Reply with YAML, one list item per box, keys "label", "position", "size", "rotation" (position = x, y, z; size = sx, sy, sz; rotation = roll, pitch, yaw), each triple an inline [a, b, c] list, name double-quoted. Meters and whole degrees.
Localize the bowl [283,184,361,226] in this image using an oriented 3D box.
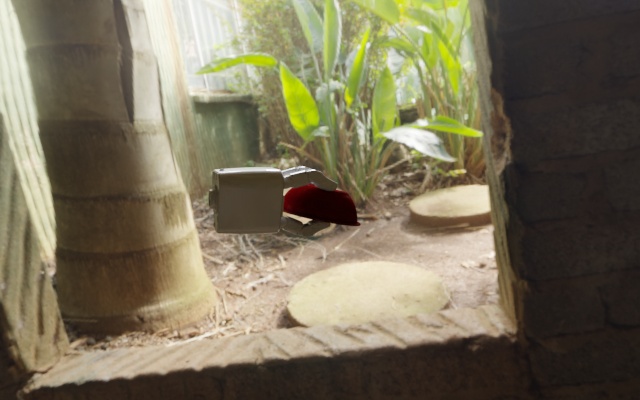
- label: "bowl"
  position: [0.001, 0.003, 0.876]
  size: [0.162, 0.055, 0.162]
  rotation: [12, 3, -1]
